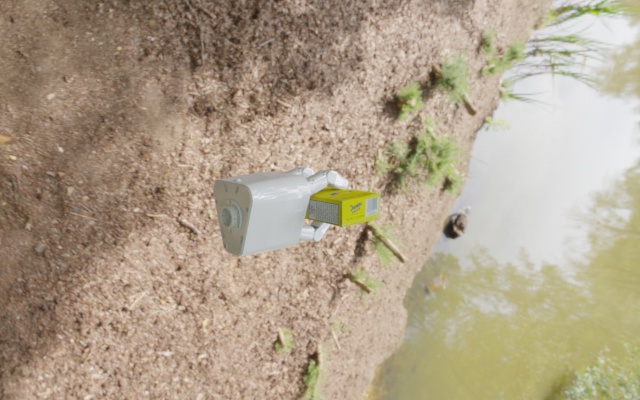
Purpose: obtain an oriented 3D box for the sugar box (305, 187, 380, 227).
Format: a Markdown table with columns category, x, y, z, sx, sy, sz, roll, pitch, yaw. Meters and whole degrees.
| category | x | y | z | sx | sy | sz | roll | pitch | yaw |
| --- | --- | --- | --- | --- | --- | --- | --- | --- | --- |
| sugar box | 0.000 | 0.002 | 0.773 | 0.176 | 0.048 | 0.093 | 13 | 16 | 43 |
